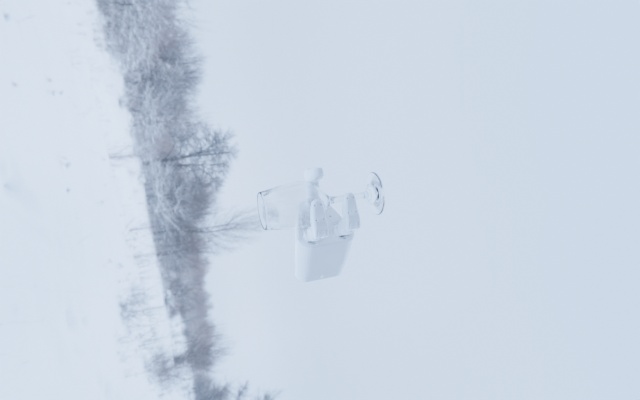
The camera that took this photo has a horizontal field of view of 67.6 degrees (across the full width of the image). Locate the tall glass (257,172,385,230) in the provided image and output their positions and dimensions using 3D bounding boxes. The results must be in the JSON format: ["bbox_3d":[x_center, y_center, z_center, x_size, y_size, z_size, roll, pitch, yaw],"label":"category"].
[{"bbox_3d":[0.001,0.002,0.789,0.201,0.079,0.079,-8,3,-18],"label":"tall glass"}]
